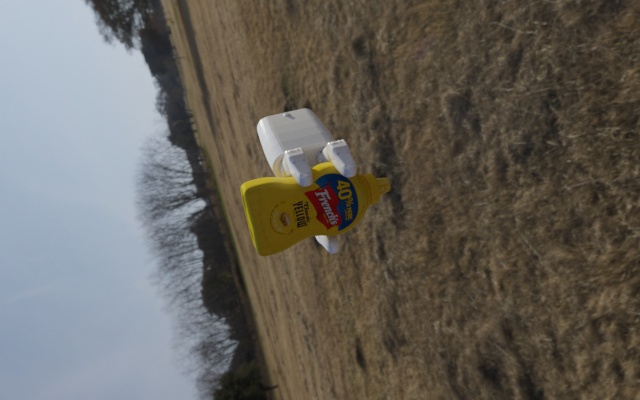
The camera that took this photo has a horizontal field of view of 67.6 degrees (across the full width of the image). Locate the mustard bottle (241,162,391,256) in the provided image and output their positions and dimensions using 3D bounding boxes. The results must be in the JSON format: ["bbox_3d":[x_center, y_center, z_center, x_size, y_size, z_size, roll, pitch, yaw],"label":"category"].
[{"bbox_3d":[0.000,0.002,0.617,0.191,0.096,0.058,-15,20,-13],"label":"mustard bottle"}]
